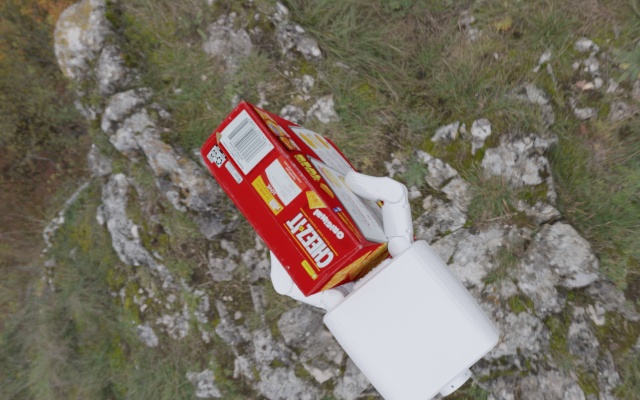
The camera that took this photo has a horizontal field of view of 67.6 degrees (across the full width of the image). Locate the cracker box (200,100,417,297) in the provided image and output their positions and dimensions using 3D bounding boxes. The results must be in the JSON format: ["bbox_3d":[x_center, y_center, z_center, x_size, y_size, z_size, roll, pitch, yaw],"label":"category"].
[{"bbox_3d":[0.000,0.001,0.482,0.072,0.164,0.214,-43,-17,14],"label":"cracker box"}]
